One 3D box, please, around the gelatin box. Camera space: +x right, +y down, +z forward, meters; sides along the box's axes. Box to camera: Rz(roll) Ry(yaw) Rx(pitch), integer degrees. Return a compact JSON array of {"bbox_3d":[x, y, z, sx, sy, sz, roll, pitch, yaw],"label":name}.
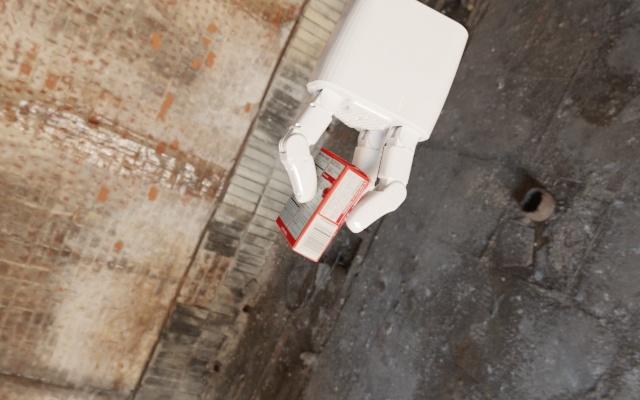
[{"bbox_3d":[0.000,0.002,0.436,0.030,0.089,0.073,32,5,-24],"label":"gelatin box"}]
